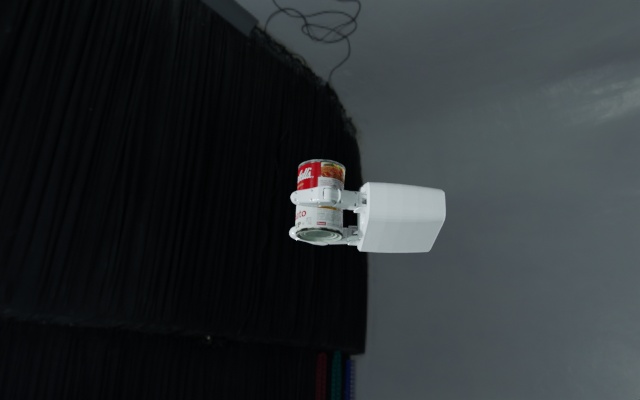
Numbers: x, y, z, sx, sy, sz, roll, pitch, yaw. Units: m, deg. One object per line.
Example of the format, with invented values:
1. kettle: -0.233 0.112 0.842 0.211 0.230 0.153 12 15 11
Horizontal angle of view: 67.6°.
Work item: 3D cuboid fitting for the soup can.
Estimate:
1. soup can: 0.000 0.002 0.673 0.068 0.102 0.068 2 -19 1
